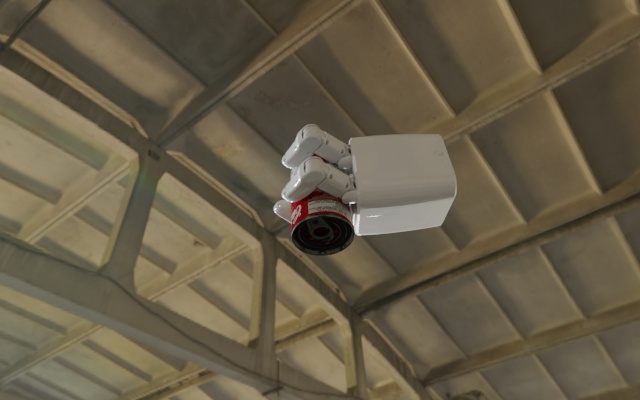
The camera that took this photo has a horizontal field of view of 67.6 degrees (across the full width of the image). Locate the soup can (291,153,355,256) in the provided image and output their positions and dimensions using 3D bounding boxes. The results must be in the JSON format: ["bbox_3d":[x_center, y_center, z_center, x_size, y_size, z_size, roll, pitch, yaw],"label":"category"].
[{"bbox_3d":[0.000,0.002,0.543,0.068,0.102,0.069,-2,-43,-2],"label":"soup can"}]
